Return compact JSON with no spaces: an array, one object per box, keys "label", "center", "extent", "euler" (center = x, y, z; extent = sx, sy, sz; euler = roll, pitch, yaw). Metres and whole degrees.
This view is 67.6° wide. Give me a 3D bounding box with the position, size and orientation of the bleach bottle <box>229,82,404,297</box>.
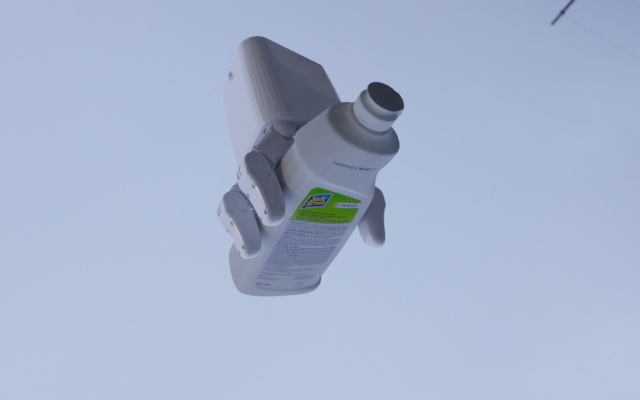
[{"label":"bleach bottle","center":[0.000,0.001,0.413],"extent":[0.102,0.068,0.251],"euler":[1,-35,-29]}]
